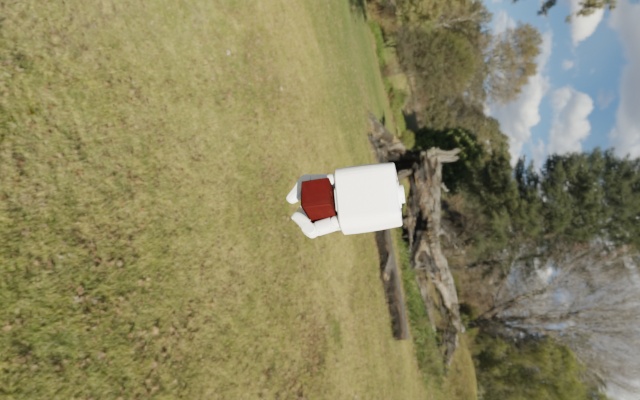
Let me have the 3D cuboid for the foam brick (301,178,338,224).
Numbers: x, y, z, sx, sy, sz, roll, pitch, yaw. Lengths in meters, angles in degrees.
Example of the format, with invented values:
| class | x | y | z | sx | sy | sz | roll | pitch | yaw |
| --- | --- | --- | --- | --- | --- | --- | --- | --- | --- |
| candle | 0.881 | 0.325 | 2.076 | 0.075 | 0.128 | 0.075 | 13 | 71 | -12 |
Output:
| class | x | y | z | sx | sy | sz | roll | pitch | yaw |
| --- | --- | --- | --- | --- | --- | --- | --- | --- | --- |
| foam brick | 0.000 | 0.003 | 0.845 | 0.051 | 0.053 | 0.078 | -7 | -29 | 12 |
